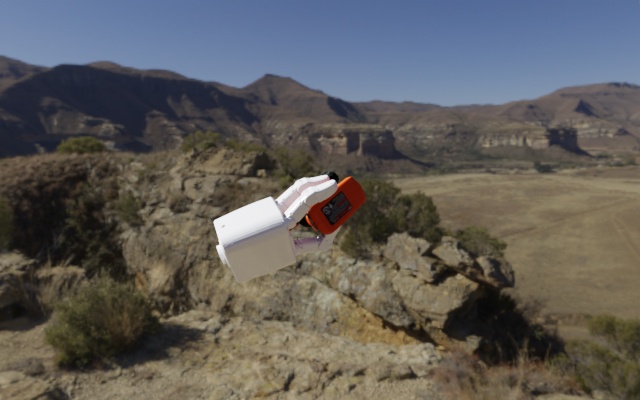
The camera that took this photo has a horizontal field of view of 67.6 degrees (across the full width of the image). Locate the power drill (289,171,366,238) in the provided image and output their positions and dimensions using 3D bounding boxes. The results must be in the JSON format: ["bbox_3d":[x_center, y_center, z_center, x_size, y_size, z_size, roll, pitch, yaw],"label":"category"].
[{"bbox_3d":[0.000,0.003,0.861,0.184,0.057,0.187,-44,16,-23],"label":"power drill"}]
